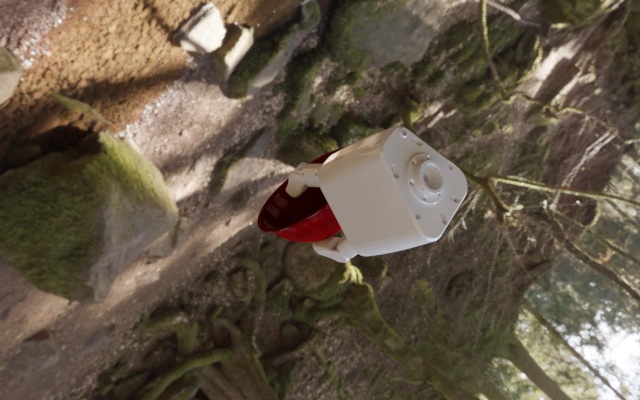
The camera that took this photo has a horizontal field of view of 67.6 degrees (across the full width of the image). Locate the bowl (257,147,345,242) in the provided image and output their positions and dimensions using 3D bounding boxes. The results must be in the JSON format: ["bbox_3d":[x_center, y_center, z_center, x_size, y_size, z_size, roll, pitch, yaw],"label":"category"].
[{"bbox_3d":[0.000,0.002,0.608,0.162,0.055,0.162,-30,24,15],"label":"bowl"}]
